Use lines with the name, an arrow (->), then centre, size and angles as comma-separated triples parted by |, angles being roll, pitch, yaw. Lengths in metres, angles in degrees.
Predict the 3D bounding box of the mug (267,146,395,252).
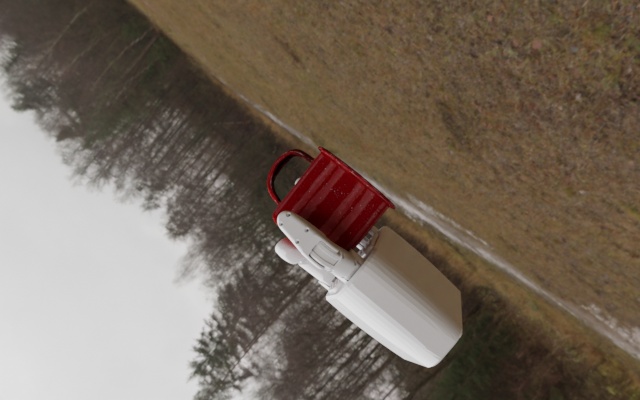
mug -> -0.001, 0.001, 0.453 | 0.117, 0.081, 0.093 | 39, 2, 5
